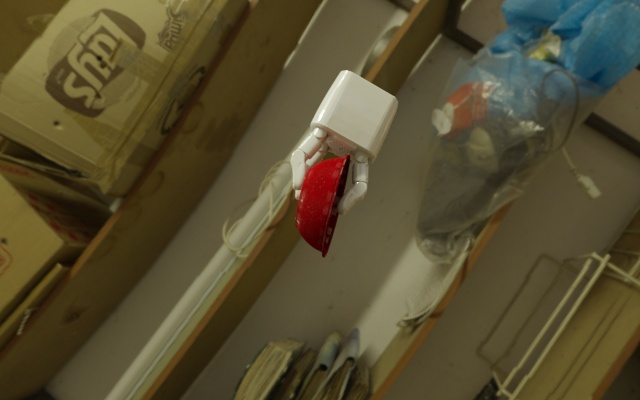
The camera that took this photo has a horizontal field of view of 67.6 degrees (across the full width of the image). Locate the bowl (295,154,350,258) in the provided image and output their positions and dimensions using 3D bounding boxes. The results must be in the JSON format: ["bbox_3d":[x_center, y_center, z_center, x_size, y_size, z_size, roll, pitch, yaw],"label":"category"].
[{"bbox_3d":[-0.001,0.003,0.724,0.055,0.162,0.162,13,1,6],"label":"bowl"}]
